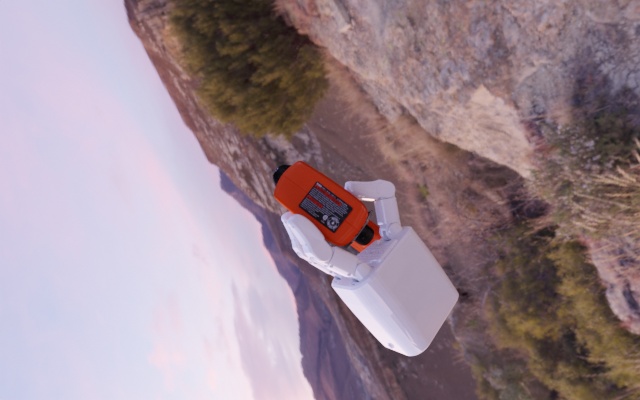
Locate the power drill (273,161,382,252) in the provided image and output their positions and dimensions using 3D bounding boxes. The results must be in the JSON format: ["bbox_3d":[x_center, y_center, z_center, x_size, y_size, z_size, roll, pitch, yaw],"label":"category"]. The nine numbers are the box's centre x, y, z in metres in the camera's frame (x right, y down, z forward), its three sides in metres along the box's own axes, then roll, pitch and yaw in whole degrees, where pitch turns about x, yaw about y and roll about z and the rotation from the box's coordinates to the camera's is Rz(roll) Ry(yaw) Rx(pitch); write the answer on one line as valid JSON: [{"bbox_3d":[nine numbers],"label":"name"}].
[{"bbox_3d":[0.000,0.002,0.608,0.184,0.057,0.187,35,1,10],"label":"power drill"}]
